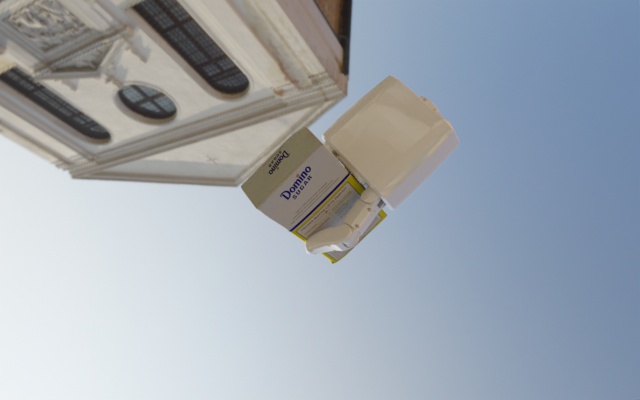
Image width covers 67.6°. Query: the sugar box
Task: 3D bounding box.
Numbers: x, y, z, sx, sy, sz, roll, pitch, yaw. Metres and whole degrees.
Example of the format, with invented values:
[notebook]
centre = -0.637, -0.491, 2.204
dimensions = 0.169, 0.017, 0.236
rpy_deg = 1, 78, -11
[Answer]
[sugar box]
centre = 0.000, 0.001, 0.537
dimensions = 0.048, 0.093, 0.176
rpy_deg = 49, 4, 41
